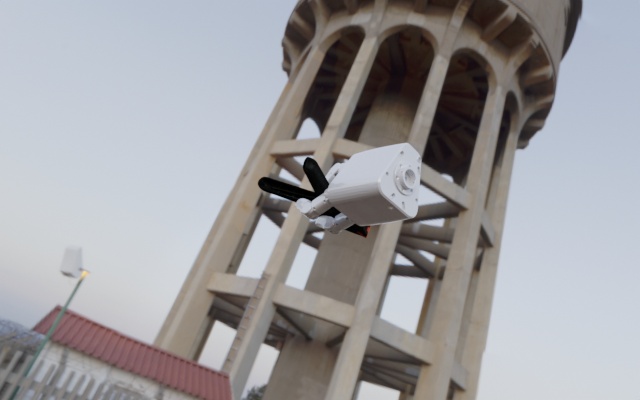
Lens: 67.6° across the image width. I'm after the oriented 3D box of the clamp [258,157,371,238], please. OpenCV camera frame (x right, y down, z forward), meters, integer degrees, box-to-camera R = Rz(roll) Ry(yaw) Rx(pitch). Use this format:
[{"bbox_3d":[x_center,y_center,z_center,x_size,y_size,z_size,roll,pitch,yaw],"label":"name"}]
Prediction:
[{"bbox_3d":[0.001,0.002,0.826,0.210,0.036,0.164,37,-27,-31],"label":"clamp"}]
